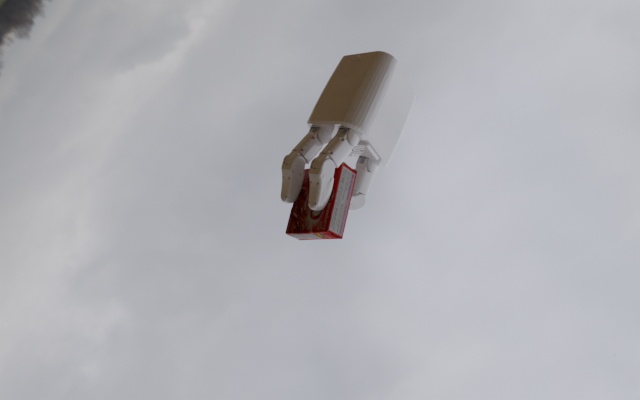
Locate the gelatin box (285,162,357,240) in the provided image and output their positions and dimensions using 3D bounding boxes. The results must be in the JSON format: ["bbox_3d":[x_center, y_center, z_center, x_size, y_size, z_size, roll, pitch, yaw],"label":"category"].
[{"bbox_3d":[0.000,0.002,0.574,0.073,0.089,0.030,-6,-26,45],"label":"gelatin box"}]
